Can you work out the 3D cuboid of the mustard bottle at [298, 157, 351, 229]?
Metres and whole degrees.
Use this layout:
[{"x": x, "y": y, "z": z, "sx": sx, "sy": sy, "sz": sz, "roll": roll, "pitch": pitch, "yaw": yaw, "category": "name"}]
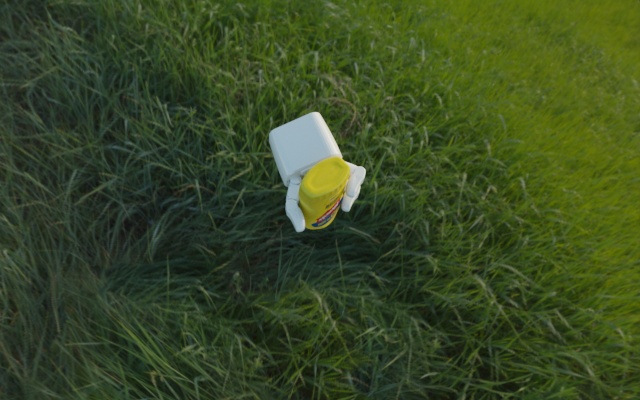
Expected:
[{"x": 0.000, "y": 0.003, "z": 0.873, "sx": 0.096, "sy": 0.058, "sz": 0.192, "roll": -41, "pitch": -17, "yaw": -23, "category": "mustard bottle"}]
